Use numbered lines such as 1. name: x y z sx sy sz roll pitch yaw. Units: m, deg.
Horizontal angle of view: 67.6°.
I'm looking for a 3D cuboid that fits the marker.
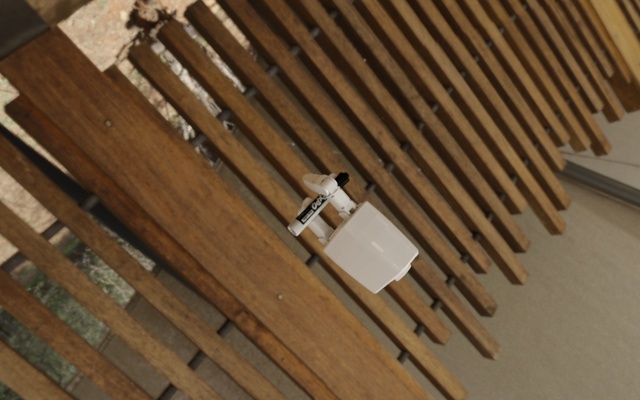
1. marker: 0.000 0.002 0.687 0.121 0.020 0.020 -46 19 -19
